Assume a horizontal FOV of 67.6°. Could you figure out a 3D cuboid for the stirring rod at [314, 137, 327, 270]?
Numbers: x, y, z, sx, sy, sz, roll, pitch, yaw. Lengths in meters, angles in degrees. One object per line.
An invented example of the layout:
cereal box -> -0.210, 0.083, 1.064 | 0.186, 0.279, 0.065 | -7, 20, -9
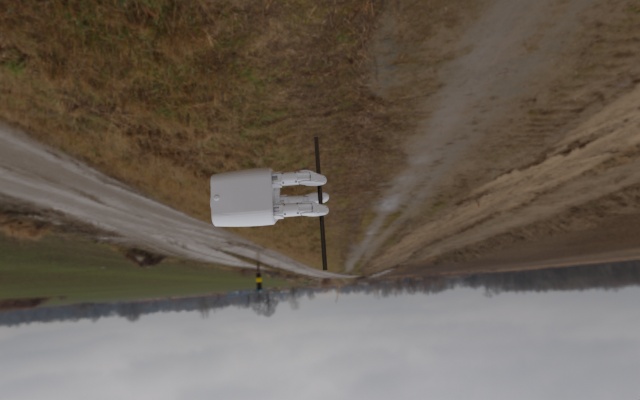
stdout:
stirring rod -> 0.000, 0.003, 0.849 | 0.011, 0.239, 0.011 | -4, -10, -1
